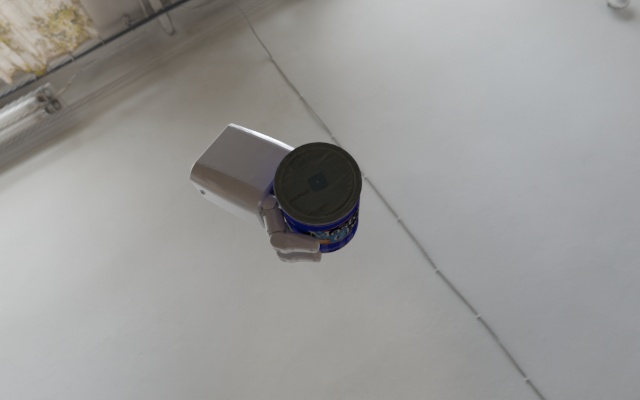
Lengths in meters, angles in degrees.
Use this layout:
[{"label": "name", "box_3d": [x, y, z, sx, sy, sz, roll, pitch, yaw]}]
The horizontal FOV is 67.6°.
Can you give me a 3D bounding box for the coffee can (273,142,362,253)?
[{"label": "coffee can", "box_3d": [0.000, 0.002, 0.614, 0.103, 0.102, 0.140, 0, -20, 3]}]
